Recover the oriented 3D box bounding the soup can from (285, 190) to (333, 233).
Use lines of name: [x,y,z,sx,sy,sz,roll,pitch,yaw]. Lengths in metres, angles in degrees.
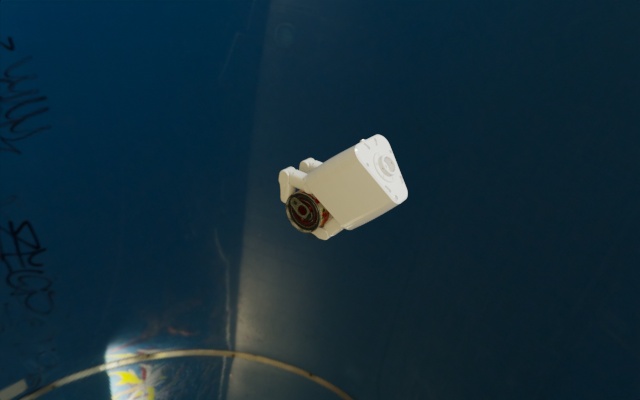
soup can: [0.000,0.003,0.782,0.068,0.068,0.102,0,20,37]
